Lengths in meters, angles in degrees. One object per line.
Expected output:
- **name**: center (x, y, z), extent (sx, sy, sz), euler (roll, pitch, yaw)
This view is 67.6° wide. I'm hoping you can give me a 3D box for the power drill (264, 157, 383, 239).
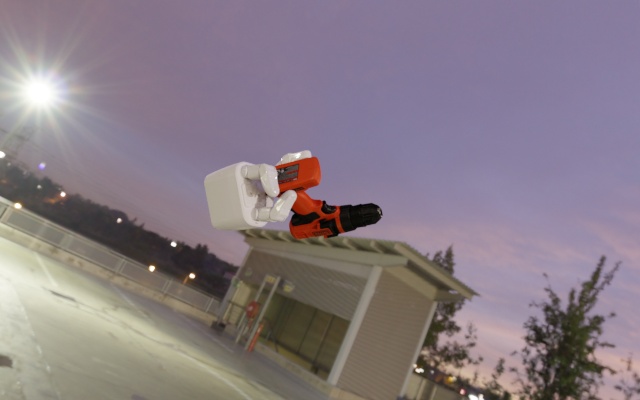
- **power drill**: center (0.000, 0.003, 0.853), extent (0.184, 0.057, 0.188), euler (-13, -39, 20)
